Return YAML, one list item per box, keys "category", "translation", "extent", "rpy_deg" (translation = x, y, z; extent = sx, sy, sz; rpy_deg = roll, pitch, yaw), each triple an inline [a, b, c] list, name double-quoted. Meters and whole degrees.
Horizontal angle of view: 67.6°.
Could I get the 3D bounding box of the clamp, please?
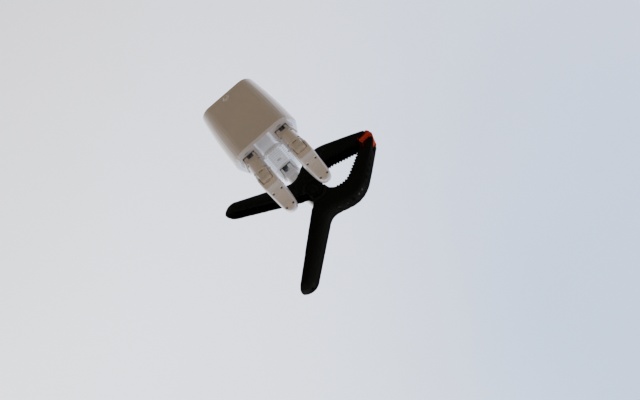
- category: "clamp"
  translation: [0.001, 0.002, 0.596]
  extent: [0.210, 0.164, 0.036]
  rpy_deg: [-41, -27, -1]
